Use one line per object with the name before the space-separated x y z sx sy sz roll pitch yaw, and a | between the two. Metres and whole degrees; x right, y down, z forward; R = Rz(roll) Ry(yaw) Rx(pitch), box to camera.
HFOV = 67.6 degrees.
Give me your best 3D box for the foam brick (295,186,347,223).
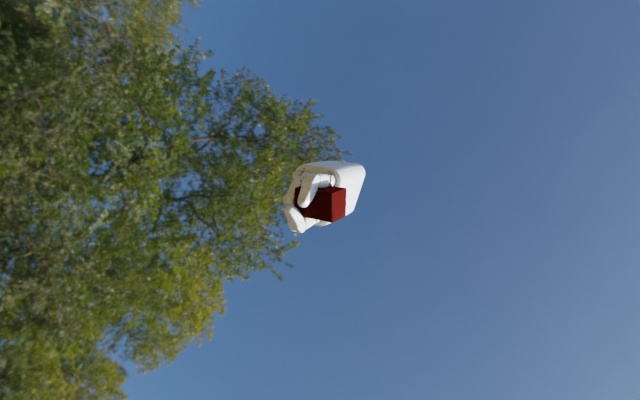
foam brick | 0.000 0.003 0.824 0.078 0.053 0.051 10 15 32
